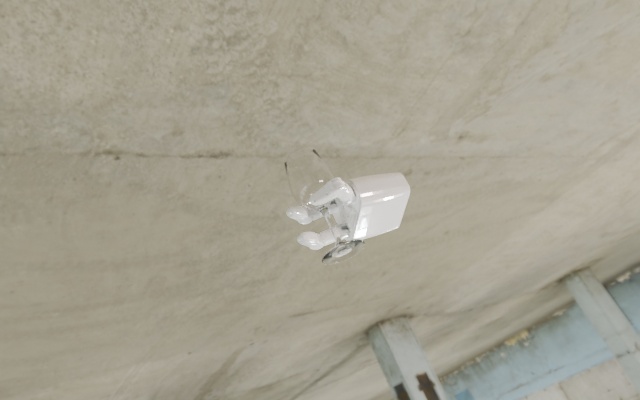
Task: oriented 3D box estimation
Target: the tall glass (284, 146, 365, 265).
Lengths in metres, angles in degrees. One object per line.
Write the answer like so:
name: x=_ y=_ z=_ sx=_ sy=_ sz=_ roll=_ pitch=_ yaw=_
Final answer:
tall glass: x=0.000 y=0.003 z=0.805 sx=0.079 sy=0.201 sz=0.079 roll=-20 pitch=-27 yaw=-11
